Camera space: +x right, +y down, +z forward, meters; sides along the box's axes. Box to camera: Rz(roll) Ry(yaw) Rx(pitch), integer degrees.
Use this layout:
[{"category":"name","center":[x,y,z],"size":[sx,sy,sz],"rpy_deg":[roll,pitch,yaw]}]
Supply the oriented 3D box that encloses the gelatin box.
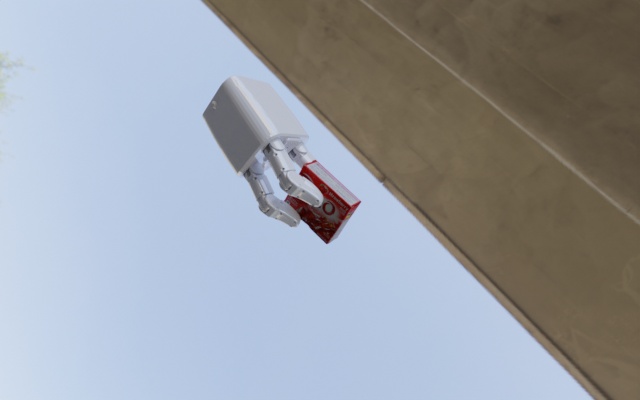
[{"category":"gelatin box","center":[0.001,0.002,0.636],"size":[0.089,0.073,0.030],"rpy_deg":[43,36,16]}]
